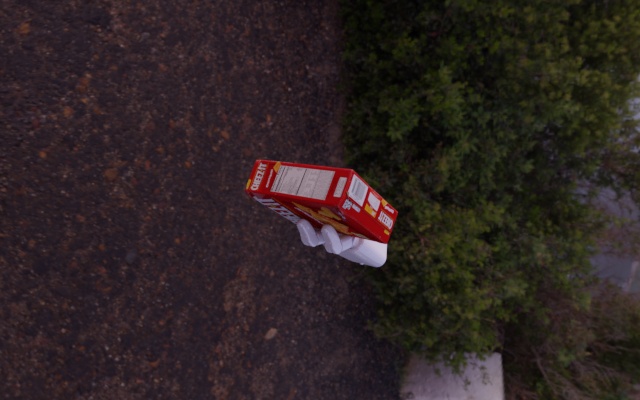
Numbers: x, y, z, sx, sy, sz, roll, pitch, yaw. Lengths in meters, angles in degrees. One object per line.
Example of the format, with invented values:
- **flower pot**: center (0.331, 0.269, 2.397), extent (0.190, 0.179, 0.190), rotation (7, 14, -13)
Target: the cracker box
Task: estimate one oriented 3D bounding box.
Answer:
- **cracker box**: center (0.000, 0.003, 0.826), extent (0.213, 0.072, 0.164), rotation (9, -19, 39)
